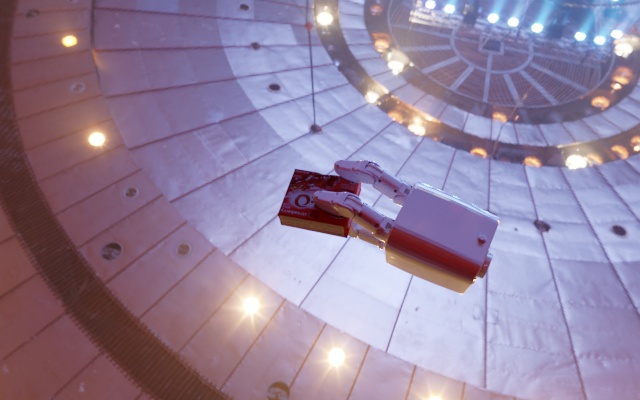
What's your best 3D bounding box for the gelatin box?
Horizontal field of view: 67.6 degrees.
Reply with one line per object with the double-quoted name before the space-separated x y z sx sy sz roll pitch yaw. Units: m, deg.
"gelatin box" 0.000 0.002 0.597 0.089 0.073 0.030 10 -33 13
